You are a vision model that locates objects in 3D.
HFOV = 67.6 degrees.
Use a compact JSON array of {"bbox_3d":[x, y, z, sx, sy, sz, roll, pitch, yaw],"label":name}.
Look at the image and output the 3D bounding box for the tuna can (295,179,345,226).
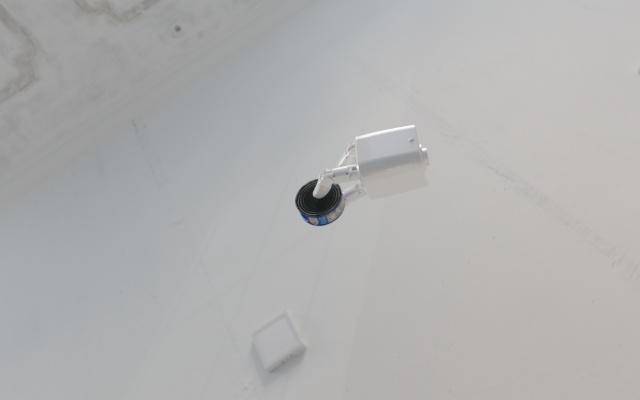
[{"bbox_3d":[0.000,0.003,0.853,0.086,0.086,0.034,0,-37,19],"label":"tuna can"}]
